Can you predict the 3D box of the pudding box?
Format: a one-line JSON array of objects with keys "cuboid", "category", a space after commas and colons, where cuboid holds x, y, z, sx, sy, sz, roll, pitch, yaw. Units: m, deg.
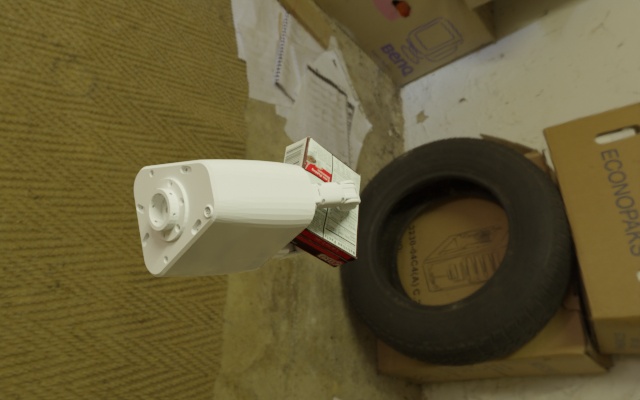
[{"cuboid": [0.000, 0.002, 0.503, 0.039, 0.113, 0.090, -22, -43, 38], "category": "pudding box"}]
